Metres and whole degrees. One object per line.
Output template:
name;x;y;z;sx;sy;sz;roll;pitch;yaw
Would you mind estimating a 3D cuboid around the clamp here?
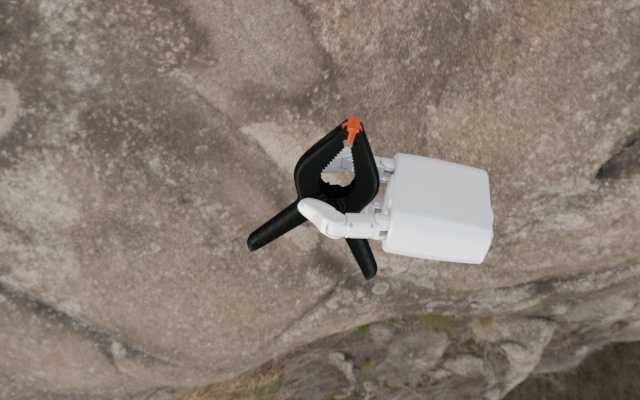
clamp;0.000;0.002;0.542;0.164;0.210;0.036;8;36;-1
